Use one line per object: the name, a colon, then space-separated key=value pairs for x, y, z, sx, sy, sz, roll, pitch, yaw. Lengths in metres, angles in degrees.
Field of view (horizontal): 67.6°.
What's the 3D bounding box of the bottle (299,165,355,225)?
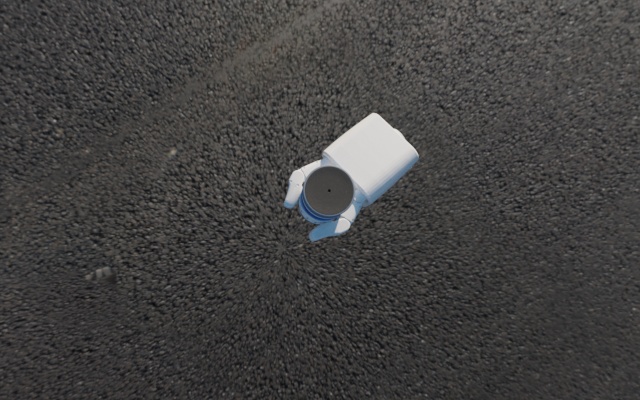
bottle: x=0.000 y=0.002 z=0.743 sx=0.069 sy=0.069 sz=0.296 roll=0 pitch=-6 yaw=-4
